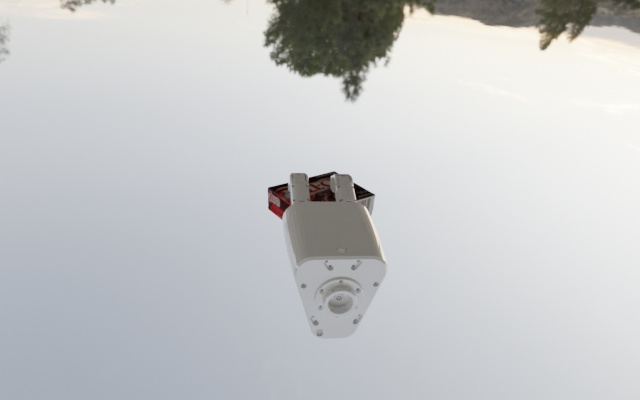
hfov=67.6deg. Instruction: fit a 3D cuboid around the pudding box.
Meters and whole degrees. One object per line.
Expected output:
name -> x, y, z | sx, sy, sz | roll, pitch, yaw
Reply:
pudding box -> 0.000, 0.002, 0.626 | 0.113, 0.039, 0.090 | -14, 32, -34
